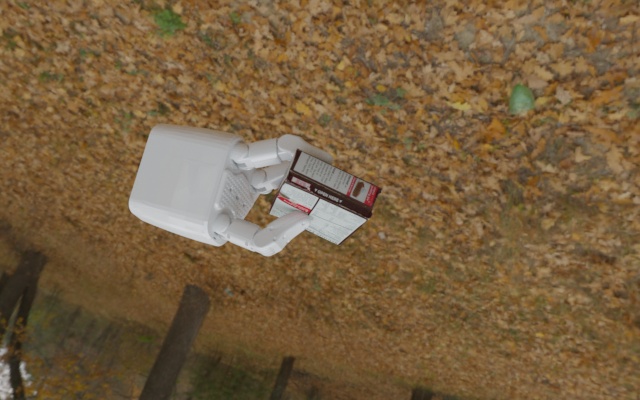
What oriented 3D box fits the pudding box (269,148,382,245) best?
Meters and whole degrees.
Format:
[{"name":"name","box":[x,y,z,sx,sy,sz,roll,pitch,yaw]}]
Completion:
[{"name":"pudding box","box":[0.000,0.002,0.486,0.090,0.039,0.113,24,-20,-5]}]
